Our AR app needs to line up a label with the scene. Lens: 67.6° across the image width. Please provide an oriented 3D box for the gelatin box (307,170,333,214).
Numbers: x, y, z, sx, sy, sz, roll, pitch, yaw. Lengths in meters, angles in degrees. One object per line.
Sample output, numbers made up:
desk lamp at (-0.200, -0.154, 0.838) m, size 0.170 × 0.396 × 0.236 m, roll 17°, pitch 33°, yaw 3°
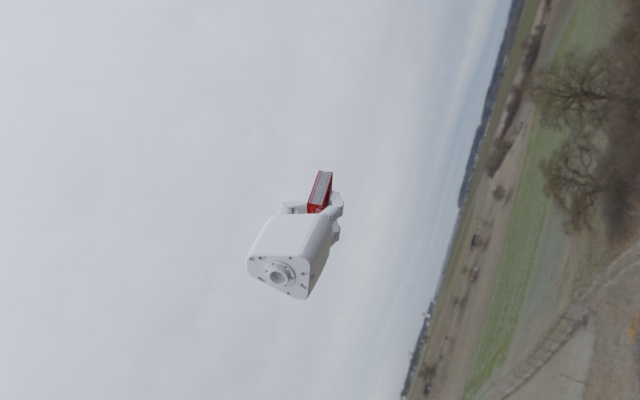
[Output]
gelatin box at (0.000, 0.002, 0.851) m, size 0.030 × 0.089 × 0.073 m, roll 10°, pitch -43°, yaw 8°
